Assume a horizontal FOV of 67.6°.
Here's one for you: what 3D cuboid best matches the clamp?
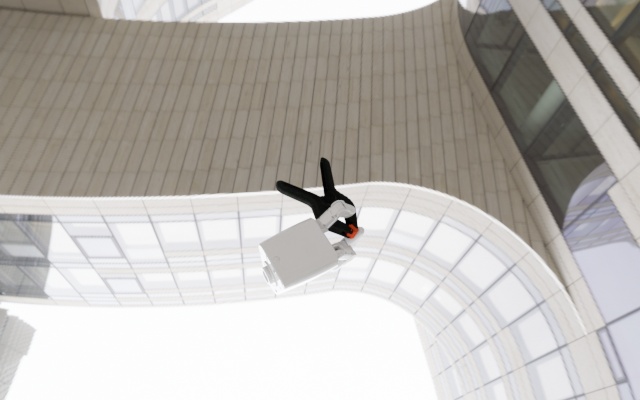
[{"bbox_3d":[0.000,0.003,0.875,0.120,0.171,0.039,-25,-26,-19],"label":"clamp"}]
